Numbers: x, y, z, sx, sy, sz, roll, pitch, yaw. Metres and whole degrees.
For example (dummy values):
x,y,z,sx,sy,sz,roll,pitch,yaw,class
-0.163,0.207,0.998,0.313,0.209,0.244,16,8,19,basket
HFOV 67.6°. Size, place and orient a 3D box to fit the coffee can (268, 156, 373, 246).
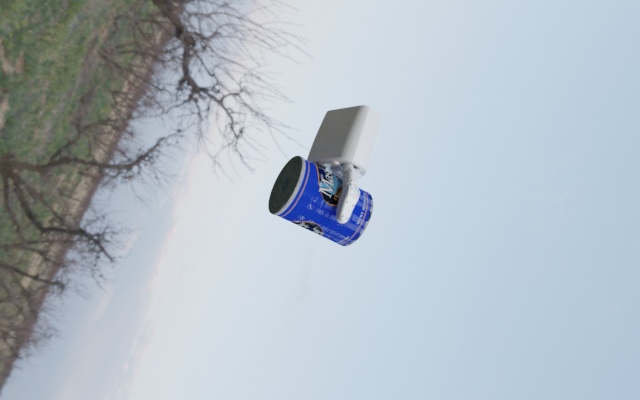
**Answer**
x,y,z,sx,sy,sz,roll,pitch,yaw,class
0.000,0.003,0.783,0.140,0.103,0.103,26,-11,-24,coffee can
